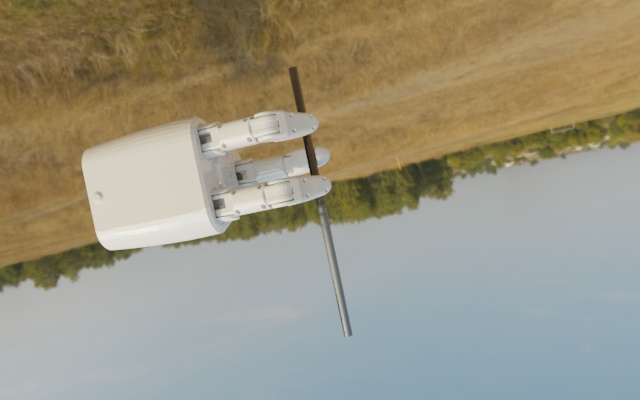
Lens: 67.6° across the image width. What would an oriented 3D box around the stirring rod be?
[{"bbox_3d":[0.000,0.001,0.421,0.011,0.239,0.011,-12,0,0],"label":"stirring rod"}]
